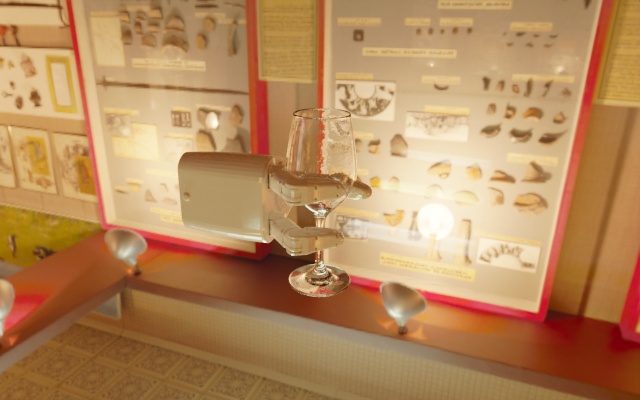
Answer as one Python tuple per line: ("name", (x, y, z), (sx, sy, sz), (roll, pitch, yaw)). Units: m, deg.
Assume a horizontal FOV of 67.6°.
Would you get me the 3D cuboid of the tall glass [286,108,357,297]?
("tall glass", (0.000, 0.002, 0.535), (0.079, 0.201, 0.079), (1, 21, 0))
